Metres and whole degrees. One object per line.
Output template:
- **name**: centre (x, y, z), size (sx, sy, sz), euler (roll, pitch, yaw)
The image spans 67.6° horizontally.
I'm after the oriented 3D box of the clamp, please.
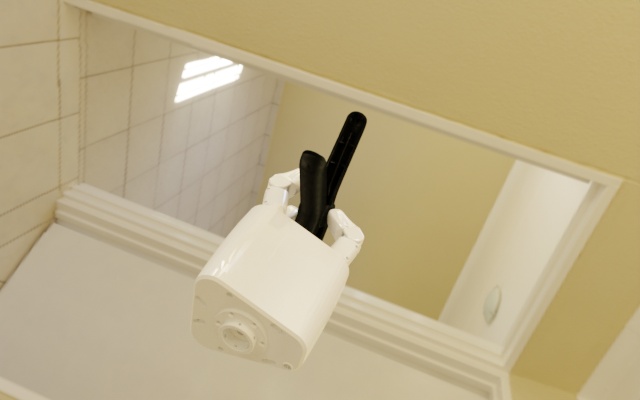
- **clamp**: centre (0.001, 0.003, 0.553), size (0.036, 0.210, 0.164), euler (24, 37, 12)
